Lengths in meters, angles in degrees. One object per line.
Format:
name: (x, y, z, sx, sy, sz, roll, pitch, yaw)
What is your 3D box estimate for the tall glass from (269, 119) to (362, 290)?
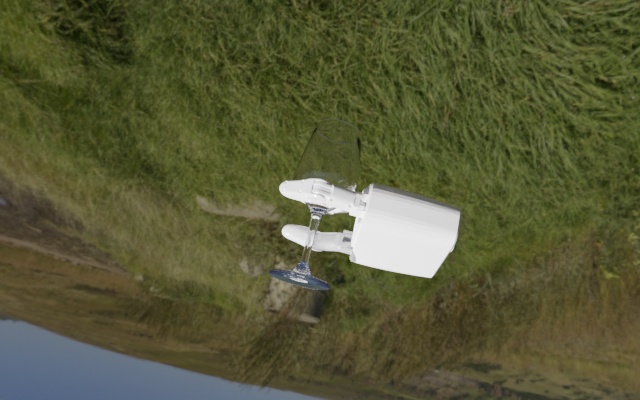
tall glass: (0.000, 0.002, 0.583, 0.079, 0.201, 0.079, 13, -19, 5)
